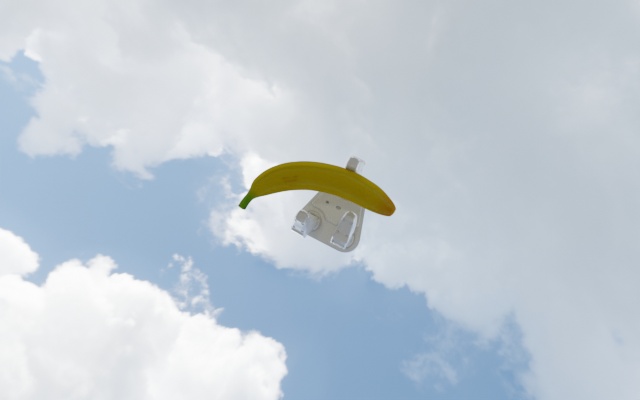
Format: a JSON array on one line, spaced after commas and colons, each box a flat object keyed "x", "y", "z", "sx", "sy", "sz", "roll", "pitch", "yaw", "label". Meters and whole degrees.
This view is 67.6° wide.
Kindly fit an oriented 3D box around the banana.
[{"x": -0.002, "y": -0.016, "z": 0.612, "sx": 0.198, "sy": 0.069, "sz": 0.037, "roll": 2, "pitch": -10, "yaw": 4, "label": "banana"}]
